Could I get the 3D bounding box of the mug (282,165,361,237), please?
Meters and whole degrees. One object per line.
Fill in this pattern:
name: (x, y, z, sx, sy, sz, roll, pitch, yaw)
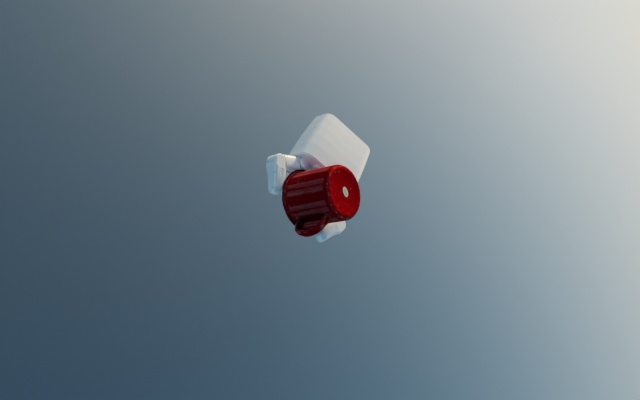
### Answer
mug: (0.000, 0.003, 0.691, 0.081, 0.117, 0.093, -10, -48, 40)
